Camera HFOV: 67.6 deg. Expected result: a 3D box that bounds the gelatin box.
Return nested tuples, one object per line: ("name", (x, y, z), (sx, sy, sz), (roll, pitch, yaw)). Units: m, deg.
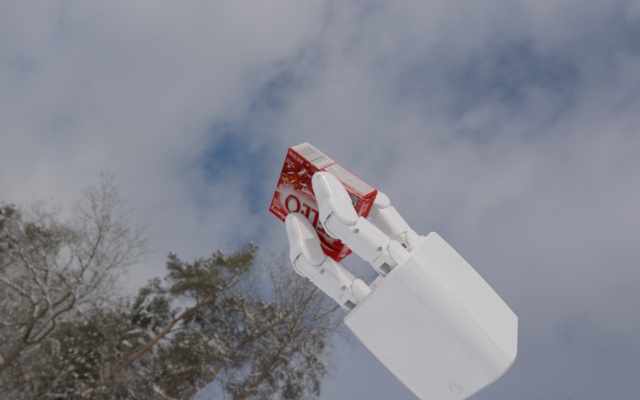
("gelatin box", (0.000, 0.001, 0.434), (0.089, 0.073, 0.030), (37, 35, 23))
